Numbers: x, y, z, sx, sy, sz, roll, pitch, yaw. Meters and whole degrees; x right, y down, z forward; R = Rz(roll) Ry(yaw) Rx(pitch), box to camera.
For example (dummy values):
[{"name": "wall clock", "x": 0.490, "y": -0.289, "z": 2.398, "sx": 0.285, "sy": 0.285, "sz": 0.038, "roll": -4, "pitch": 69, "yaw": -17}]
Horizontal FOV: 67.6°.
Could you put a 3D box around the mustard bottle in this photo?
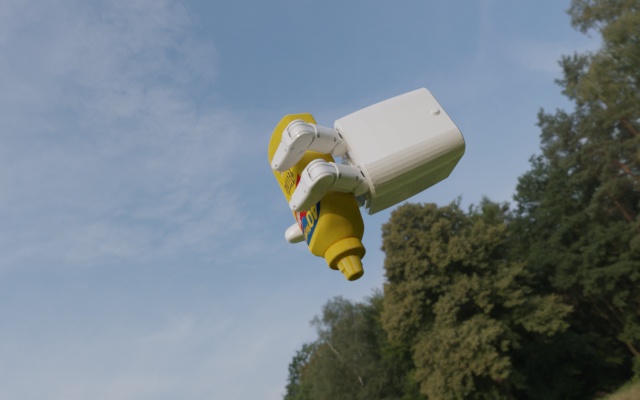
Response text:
[{"name": "mustard bottle", "x": 0.000, "y": 0.002, "z": 0.515, "sx": 0.058, "sy": 0.191, "sz": 0.096, "roll": -9, "pitch": -36, "yaw": -25}]
